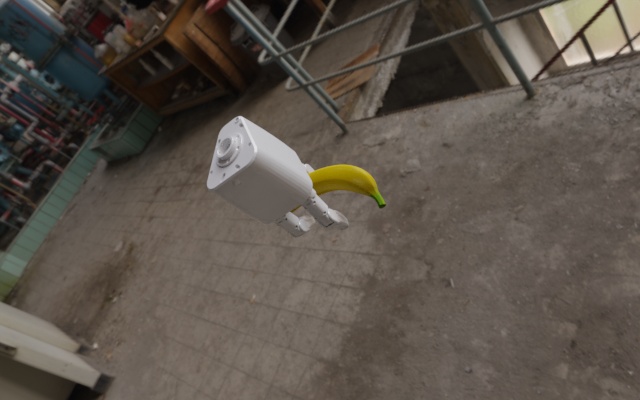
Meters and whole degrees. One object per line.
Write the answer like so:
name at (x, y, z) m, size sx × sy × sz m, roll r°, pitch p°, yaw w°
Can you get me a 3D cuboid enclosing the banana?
banana at (0.005, -0.016, 0.710) m, size 0.198 × 0.069 × 0.037 m, roll -7°, pitch -21°, yaw 36°
